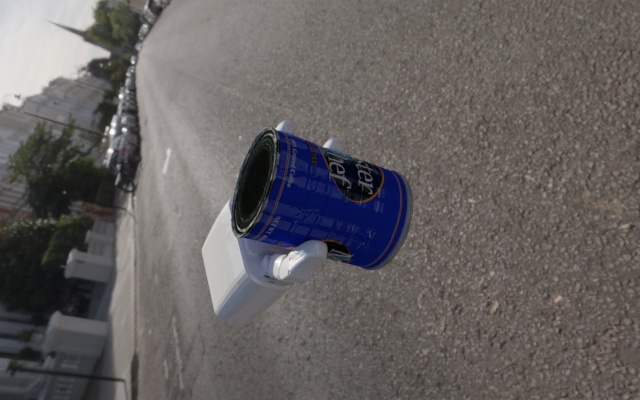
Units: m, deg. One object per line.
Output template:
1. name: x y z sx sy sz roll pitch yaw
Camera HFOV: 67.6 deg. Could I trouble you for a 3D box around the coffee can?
1. coffee can: 0.000 0.001 0.450 0.140 0.103 0.103 17 -7 -24
